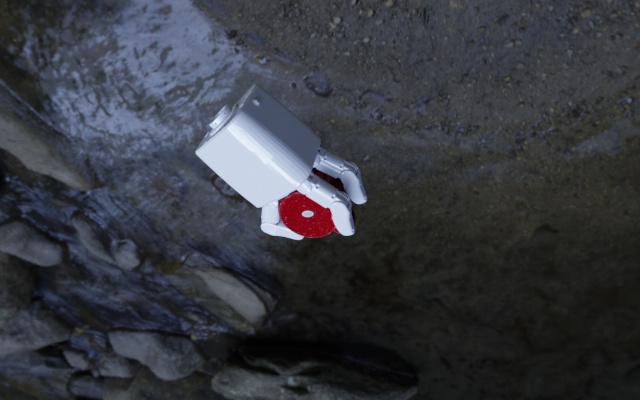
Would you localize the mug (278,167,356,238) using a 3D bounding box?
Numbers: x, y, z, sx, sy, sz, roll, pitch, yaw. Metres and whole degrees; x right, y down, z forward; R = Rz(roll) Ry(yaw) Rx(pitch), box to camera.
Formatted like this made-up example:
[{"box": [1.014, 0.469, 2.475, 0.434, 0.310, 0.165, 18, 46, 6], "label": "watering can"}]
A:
[{"box": [0.001, 0.003, 0.637, 0.117, 0.081, 0.093, 40, -53, -20], "label": "mug"}]
